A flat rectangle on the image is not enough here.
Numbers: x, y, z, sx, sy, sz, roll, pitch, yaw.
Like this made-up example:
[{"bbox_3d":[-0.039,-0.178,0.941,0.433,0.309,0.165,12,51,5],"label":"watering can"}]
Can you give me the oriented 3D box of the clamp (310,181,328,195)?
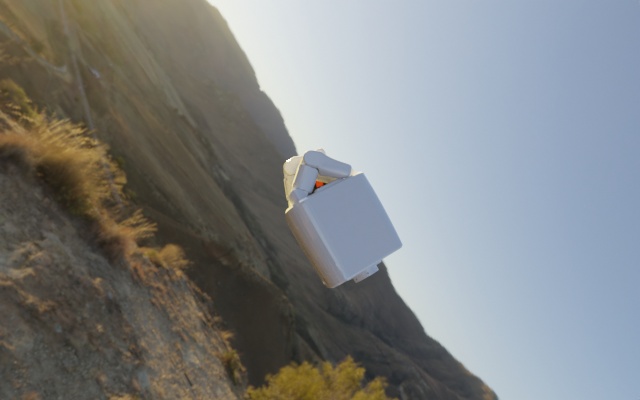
[{"bbox_3d":[0.001,0.002,0.693,0.039,0.120,0.171,-27,-6,-3],"label":"clamp"}]
